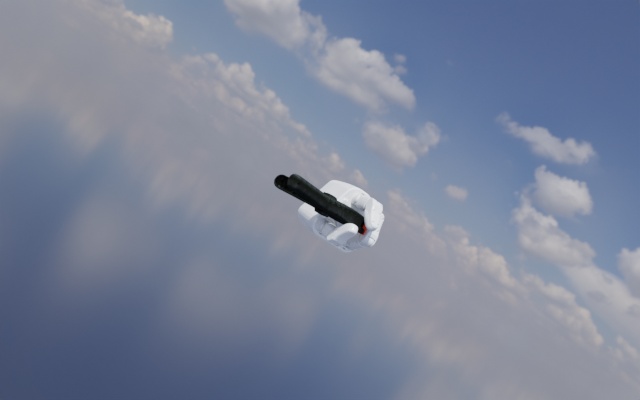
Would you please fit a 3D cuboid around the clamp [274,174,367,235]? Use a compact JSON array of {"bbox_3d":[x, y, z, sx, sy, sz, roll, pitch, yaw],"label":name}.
[{"bbox_3d":[0.001,0.002,0.777,0.171,0.039,0.120,34,-1,-23],"label":"clamp"}]
